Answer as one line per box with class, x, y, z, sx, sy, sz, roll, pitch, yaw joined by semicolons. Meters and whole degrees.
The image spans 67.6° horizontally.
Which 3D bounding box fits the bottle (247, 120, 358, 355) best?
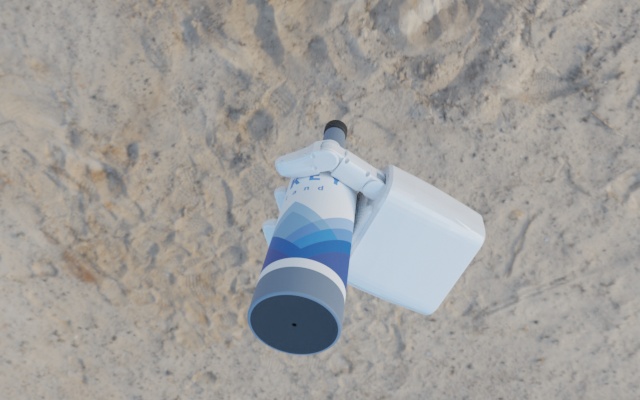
bottle;0.000;0.002;0.448;0.069;0.069;0.295;0;35;9
